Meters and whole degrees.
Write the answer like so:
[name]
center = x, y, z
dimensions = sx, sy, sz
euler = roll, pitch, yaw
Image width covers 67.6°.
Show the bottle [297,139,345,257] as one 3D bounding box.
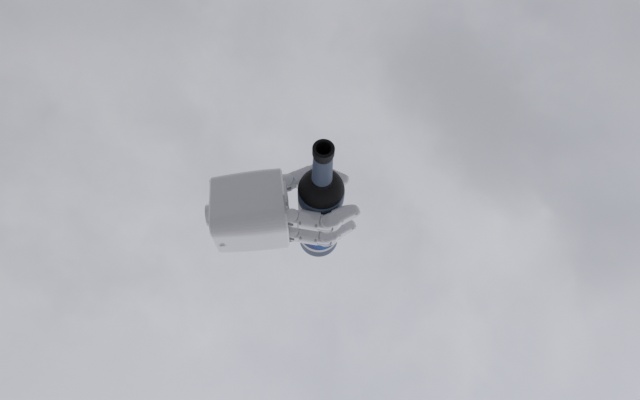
[bottle]
center = 0.000, 0.002, 0.701
dimensions = 0.069, 0.069, 0.296
euler = 0, -26, -2
